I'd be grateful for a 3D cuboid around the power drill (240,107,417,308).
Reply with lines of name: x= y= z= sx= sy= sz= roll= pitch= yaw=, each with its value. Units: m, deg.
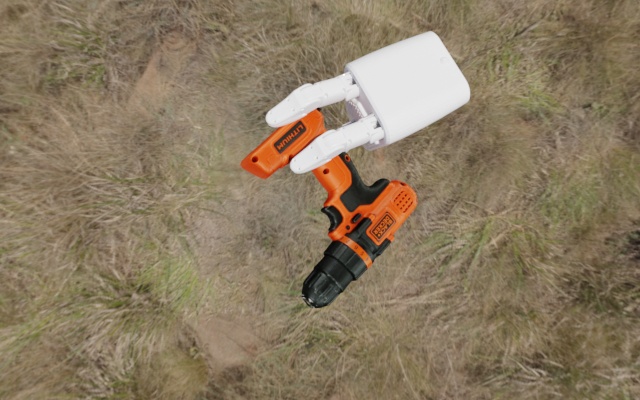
power drill: x=0.000 y=0.001 z=0.540 sx=0.184 sy=0.188 sz=0.057 roll=-47 pitch=14 yaw=-20
